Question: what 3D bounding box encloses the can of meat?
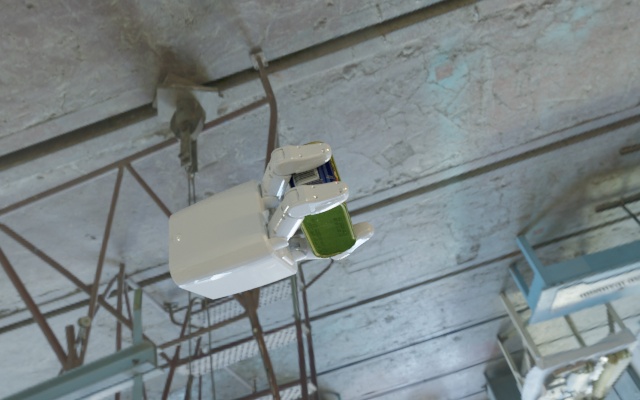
[{"bbox_3d":[0.000,0.002,0.519,0.057,0.084,0.102,-18,-40,3],"label":"can of meat"}]
